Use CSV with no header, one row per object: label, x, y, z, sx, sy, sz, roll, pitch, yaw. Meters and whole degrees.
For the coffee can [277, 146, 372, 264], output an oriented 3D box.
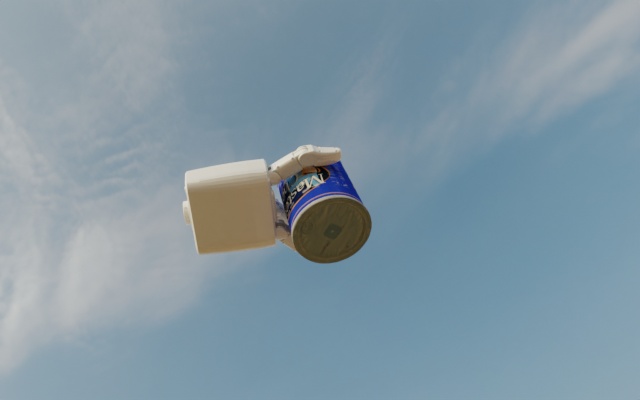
coffee can,0.000,0.002,0.651,0.103,0.103,0.140,0,33,-15
